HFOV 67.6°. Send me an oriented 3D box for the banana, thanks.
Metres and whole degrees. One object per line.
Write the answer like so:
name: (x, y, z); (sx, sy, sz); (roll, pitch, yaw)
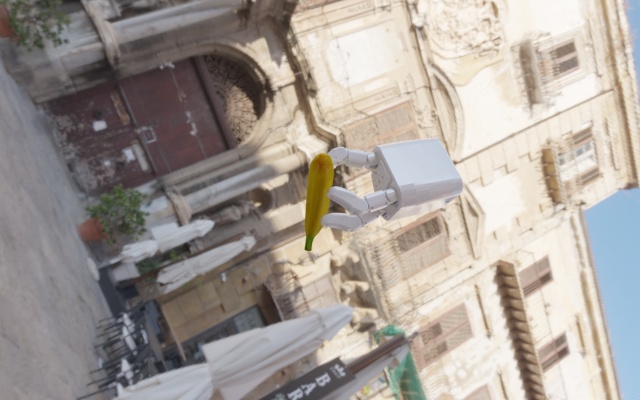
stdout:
banana: (-0.001, -0.009, 0.709); (0.037, 0.069, 0.198); (1, -44, -6)
